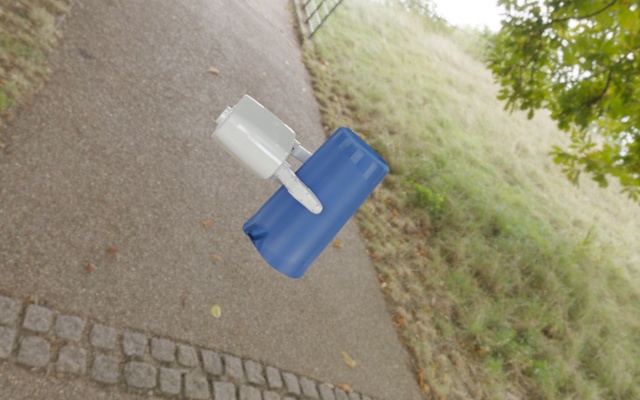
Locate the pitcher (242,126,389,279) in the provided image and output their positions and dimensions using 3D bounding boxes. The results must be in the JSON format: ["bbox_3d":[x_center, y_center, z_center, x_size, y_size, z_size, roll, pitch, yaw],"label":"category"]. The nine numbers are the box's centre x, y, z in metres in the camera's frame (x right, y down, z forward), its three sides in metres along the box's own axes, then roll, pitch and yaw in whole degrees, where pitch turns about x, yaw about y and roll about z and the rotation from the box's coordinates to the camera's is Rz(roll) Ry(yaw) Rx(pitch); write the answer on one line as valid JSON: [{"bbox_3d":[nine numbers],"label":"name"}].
[{"bbox_3d":[0.000,0.003,0.796,0.145,0.243,0.149,40,11,-14],"label":"pitcher"}]
